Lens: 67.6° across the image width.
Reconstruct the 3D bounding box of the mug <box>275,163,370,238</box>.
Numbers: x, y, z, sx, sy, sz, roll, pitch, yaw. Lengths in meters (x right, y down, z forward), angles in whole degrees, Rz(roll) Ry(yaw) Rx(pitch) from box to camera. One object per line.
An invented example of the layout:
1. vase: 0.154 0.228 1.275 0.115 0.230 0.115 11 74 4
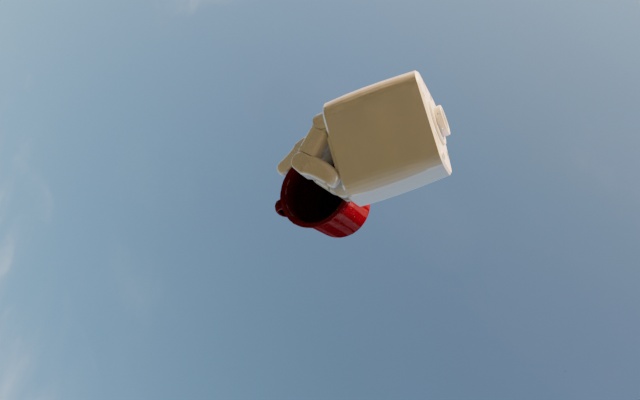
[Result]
1. mug: -0.001 0.002 0.595 0.117 0.093 0.081 -17 -25 23
